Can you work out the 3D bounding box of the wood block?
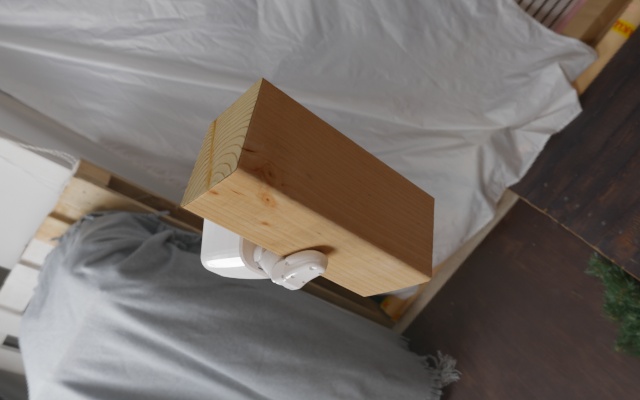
[{"bbox_3d":[0.000,0.002,0.420,0.206,0.090,0.090,30,-36,-29],"label":"wood block"}]
